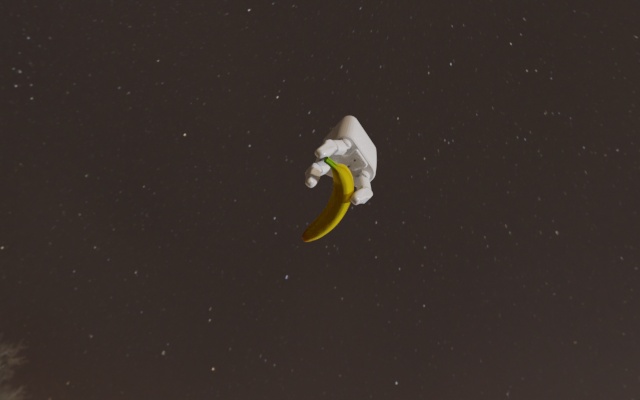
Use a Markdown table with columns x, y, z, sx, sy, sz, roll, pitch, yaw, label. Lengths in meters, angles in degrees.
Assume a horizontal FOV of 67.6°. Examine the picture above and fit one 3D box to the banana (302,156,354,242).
| x | y | z | sx | sy | sz | roll | pitch | yaw | label |
| --- | --- | --- | --- | --- | --- | --- | --- | --- | --- |
| 0.019 | 0.005 | 0.884 | 0.069 | 0.198 | 0.037 | 15 | 35 | -2 | banana |
